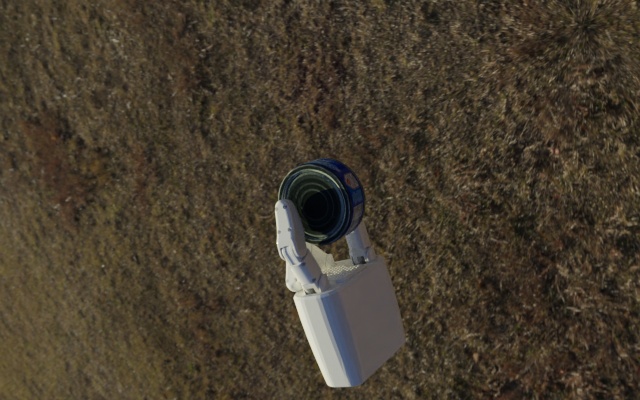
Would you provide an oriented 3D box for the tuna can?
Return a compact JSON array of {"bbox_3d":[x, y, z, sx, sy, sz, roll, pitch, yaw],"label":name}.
[{"bbox_3d":[0.000,0.002,0.485,0.086,0.086,0.033,0,12,30],"label":"tuna can"}]
